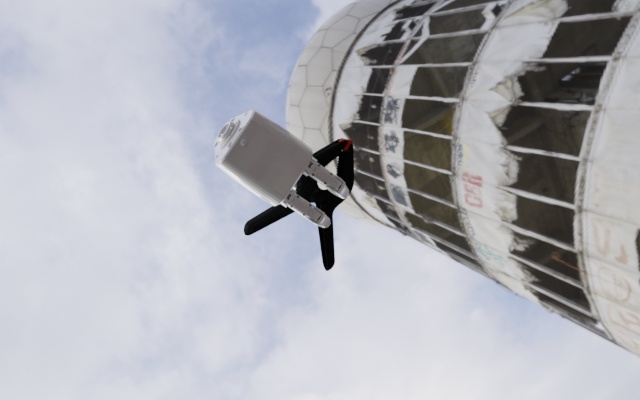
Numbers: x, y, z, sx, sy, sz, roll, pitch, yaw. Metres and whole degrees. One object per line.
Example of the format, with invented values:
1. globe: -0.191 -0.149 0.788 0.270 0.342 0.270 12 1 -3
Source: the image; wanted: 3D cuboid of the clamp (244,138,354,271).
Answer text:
1. clamp: 0.000 0.002 0.752 0.164 0.210 0.036 35 -2 -27
